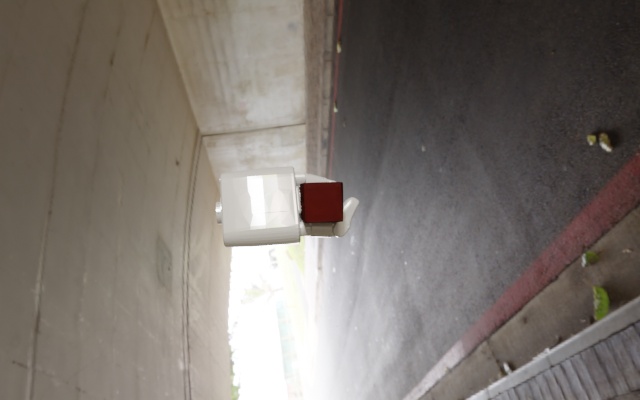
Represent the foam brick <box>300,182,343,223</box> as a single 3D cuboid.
[{"bbox_3d":[0.000,0.002,0.646,0.051,0.053,0.078,-1,0,-6],"label":"foam brick"}]
